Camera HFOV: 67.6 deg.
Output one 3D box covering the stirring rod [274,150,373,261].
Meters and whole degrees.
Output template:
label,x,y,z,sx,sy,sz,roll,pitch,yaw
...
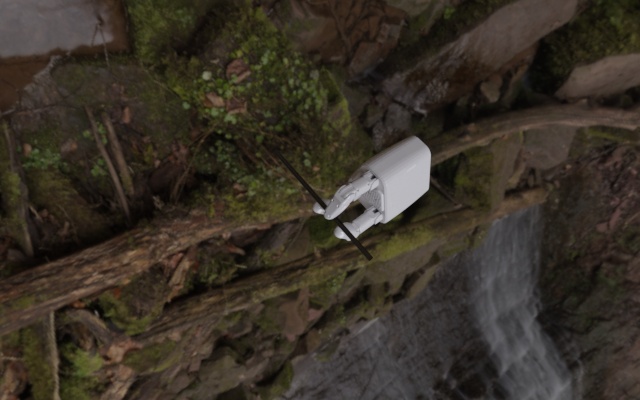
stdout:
label,x,y,z,sx,sy,sz,roll,pitch,yaw
stirring rod,0.000,0.002,0.747,0.239,0.011,0.011,48,22,21
